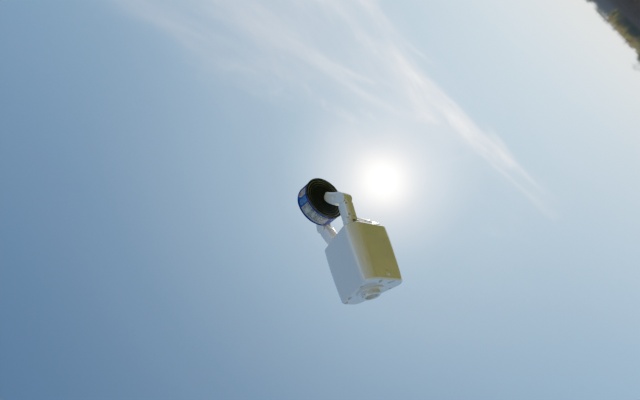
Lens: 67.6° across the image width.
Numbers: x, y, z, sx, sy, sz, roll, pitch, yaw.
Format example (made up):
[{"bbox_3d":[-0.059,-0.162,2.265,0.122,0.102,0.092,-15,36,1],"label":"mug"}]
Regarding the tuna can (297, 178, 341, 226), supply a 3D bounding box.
[{"bbox_3d":[0.000,0.003,0.886,0.086,0.086,0.034,0,-30,-43],"label":"tuna can"}]
